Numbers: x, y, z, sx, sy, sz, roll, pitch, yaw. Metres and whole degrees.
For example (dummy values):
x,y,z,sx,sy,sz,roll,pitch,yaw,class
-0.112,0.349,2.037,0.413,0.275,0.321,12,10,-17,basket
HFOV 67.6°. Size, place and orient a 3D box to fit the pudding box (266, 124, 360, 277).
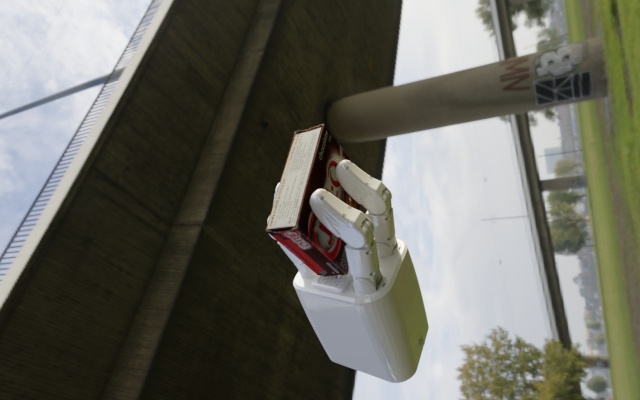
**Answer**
x,y,z,sx,sy,sz,roll,pitch,yaw,class
0.000,0.002,0.445,0.039,0.113,0.090,-8,-36,29,pudding box
